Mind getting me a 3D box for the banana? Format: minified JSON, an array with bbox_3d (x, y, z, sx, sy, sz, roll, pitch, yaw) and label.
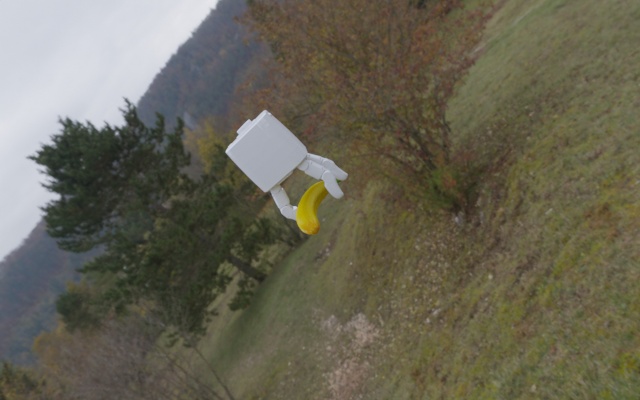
[{"bbox_3d":[-0.013,0.010,0.882,0.070,0.037,0.197,-32,19,30],"label":"banana"}]
